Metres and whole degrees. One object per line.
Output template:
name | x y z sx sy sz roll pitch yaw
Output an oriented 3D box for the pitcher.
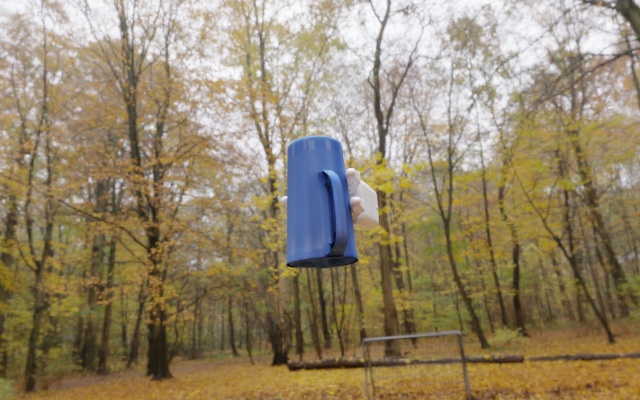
pitcher | 0.000 0.003 0.896 0.149 0.242 0.145 -11 -17 25
